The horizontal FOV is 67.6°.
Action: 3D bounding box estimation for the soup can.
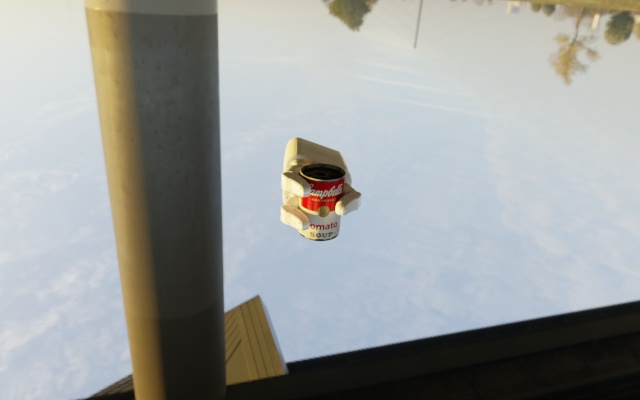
[{"bbox_3d":[0.000,0.003,0.730,0.068,0.102,0.068,4,25,-2],"label":"soup can"}]
